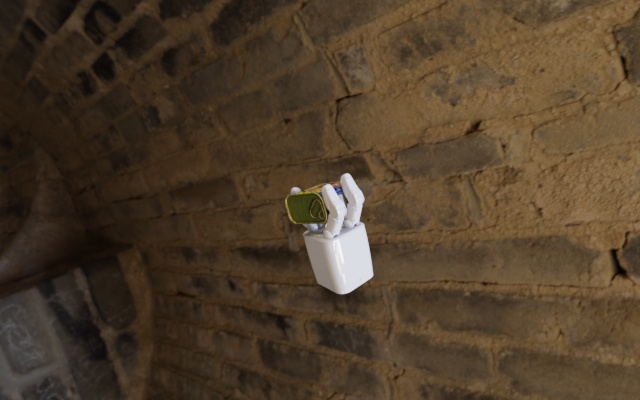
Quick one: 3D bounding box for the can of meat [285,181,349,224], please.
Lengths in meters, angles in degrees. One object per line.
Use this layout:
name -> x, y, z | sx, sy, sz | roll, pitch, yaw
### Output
can of meat -> 0.000, 0.003, 0.878 | 0.084, 0.057, 0.102 | -24, 13, -41
